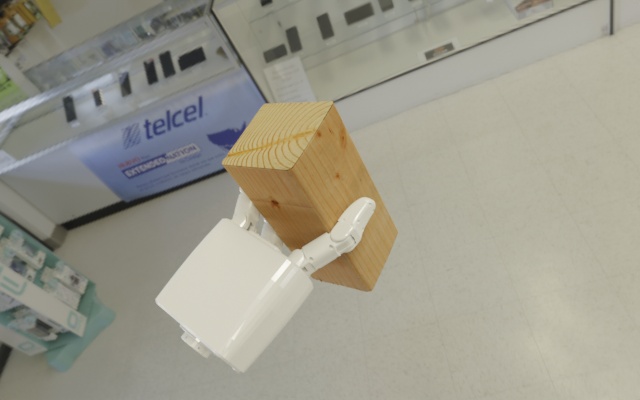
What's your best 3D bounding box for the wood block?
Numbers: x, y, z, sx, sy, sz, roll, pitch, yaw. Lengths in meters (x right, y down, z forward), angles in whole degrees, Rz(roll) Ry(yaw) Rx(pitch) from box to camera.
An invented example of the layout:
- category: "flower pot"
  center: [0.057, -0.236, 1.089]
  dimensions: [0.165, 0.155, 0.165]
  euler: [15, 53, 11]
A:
- category: "wood block"
  center: [0.000, 0.002, 0.518]
  dimensions: [0.091, 0.090, 0.206]
  euler: [7, -35, 36]
